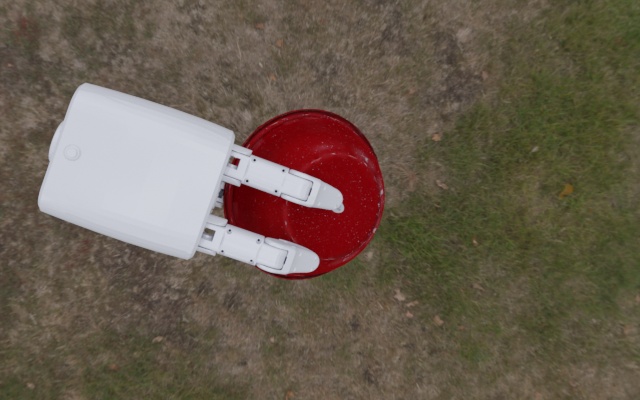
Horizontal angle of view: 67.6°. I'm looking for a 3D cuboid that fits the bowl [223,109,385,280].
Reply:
[{"bbox_3d":[0.001,0.002,0.423,0.162,0.162,0.055,0,11,-27],"label":"bowl"}]
